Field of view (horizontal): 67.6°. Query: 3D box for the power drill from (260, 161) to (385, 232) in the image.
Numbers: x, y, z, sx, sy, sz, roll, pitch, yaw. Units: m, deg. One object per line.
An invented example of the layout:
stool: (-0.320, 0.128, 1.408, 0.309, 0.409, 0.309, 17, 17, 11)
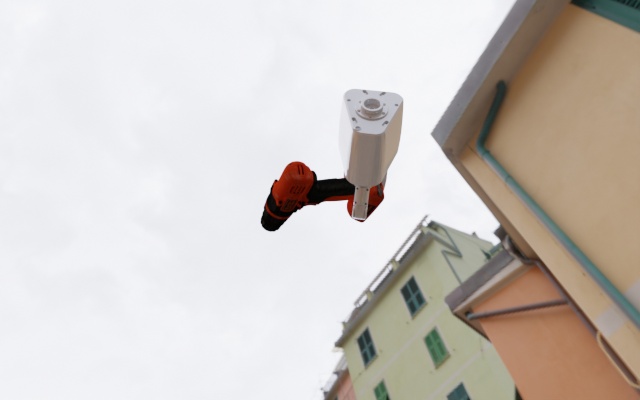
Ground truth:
power drill: (0.001, 0.002, 0.817, 0.187, 0.057, 0.184, 0, -29, -24)
